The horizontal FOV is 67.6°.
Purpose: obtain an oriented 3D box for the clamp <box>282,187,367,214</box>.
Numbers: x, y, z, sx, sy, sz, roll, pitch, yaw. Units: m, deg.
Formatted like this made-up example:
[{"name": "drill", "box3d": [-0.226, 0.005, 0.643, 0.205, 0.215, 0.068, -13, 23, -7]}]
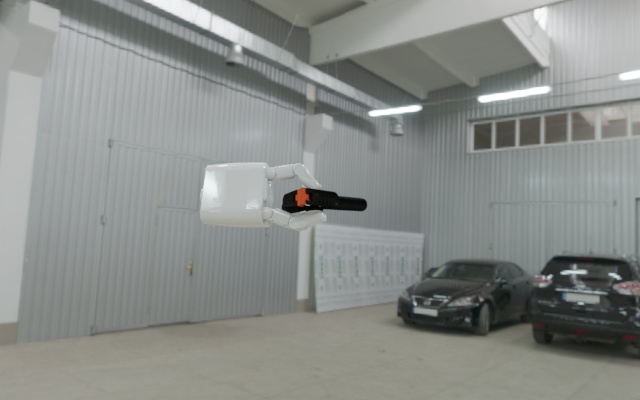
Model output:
[{"name": "clamp", "box3d": [0.000, 0.002, 0.827, 0.164, 0.036, 0.210, -3, -6, 4]}]
